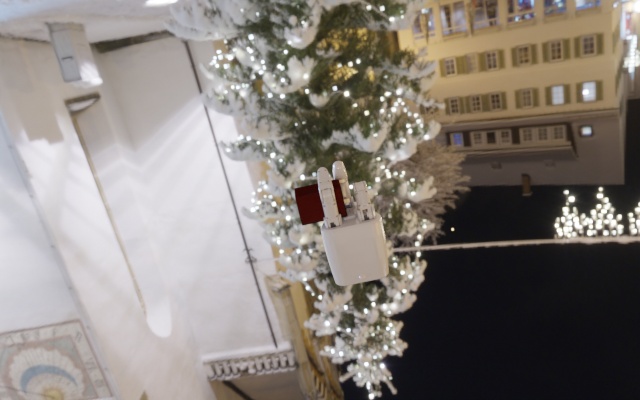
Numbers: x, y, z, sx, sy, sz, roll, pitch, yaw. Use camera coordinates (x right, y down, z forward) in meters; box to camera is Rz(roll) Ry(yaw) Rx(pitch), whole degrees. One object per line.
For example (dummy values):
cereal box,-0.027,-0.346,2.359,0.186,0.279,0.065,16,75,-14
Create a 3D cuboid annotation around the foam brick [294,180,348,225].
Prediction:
foam brick,0.000,0.003,0.787,0.078,0.051,0.053,-12,19,2
